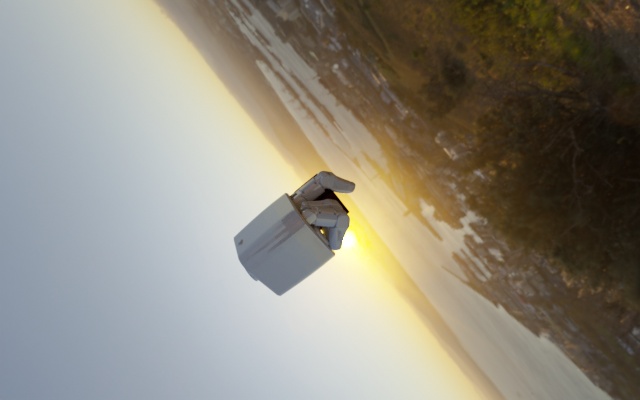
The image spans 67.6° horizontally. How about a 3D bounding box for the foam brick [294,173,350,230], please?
[{"bbox_3d":[0.000,0.002,0.741,0.051,0.053,0.078,-39,27,1],"label":"foam brick"}]
